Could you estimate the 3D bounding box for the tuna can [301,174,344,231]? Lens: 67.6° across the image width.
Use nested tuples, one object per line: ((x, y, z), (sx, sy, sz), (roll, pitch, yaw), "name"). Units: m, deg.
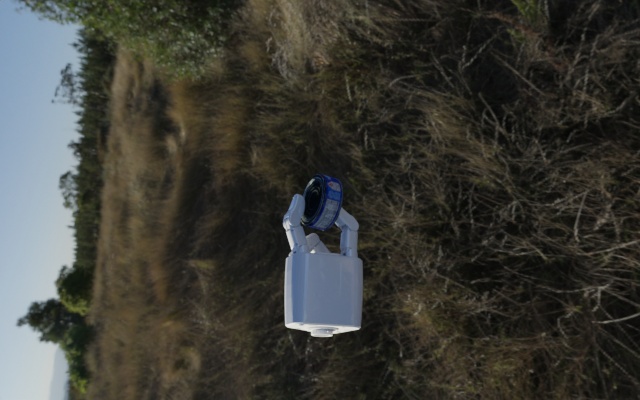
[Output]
((0.000, 0.002, 0.751), (0.034, 0.086, 0.086), (16, -7, -25), "tuna can")
